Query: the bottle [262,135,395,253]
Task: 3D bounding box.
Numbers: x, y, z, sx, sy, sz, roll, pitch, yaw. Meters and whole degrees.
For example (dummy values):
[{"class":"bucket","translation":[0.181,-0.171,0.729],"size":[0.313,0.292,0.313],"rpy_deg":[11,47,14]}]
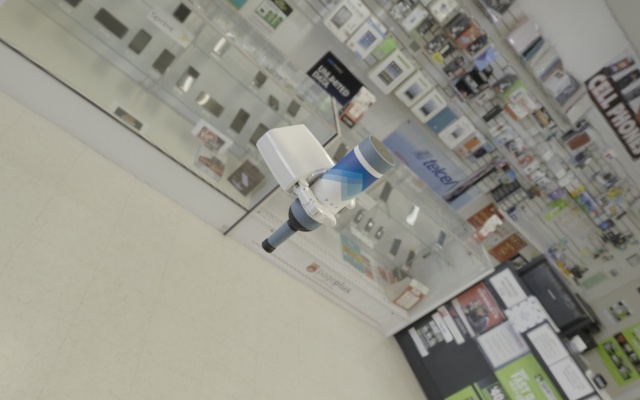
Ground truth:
[{"class":"bottle","translation":[0.000,0.003,0.858],"size":[0.296,0.069,0.069],"rpy_deg":[-40,-18,23]}]
